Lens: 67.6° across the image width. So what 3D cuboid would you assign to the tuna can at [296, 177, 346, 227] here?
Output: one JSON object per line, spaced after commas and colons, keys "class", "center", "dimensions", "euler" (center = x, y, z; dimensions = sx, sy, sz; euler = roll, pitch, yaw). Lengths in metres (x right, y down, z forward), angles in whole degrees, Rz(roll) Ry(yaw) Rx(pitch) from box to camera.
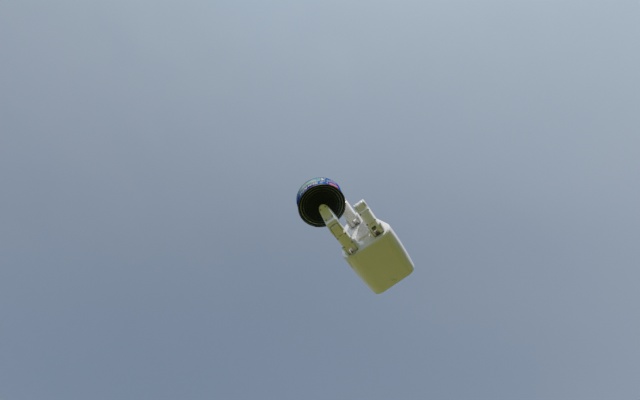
{"class": "tuna can", "center": [0.000, 0.002, 0.852], "dimensions": [0.086, 0.086, 0.033], "euler": [0, 27, -11]}
